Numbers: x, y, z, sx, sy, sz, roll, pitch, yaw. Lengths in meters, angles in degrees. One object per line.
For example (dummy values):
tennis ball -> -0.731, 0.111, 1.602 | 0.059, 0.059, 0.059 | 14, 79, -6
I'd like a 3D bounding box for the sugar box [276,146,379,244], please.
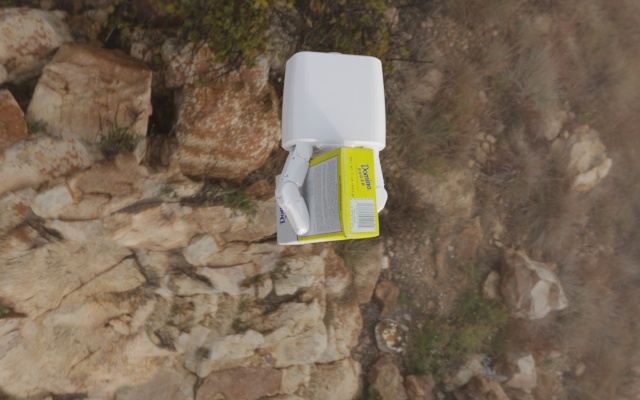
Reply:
sugar box -> 0.001, 0.002, 0.554 | 0.048, 0.093, 0.176 | 1, -7, -25
